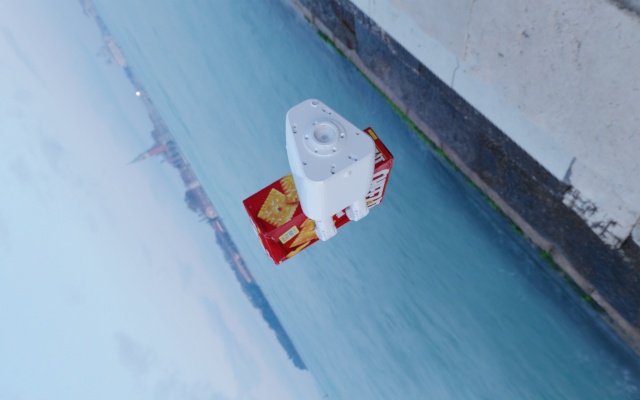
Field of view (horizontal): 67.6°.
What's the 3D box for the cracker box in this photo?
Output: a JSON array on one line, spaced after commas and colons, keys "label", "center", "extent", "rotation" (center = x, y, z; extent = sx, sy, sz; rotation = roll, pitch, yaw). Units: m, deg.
[{"label": "cracker box", "center": [0.000, 0.002, 0.725], "extent": [0.213, 0.072, 0.164], "rotation": [-30, -19, -12]}]
